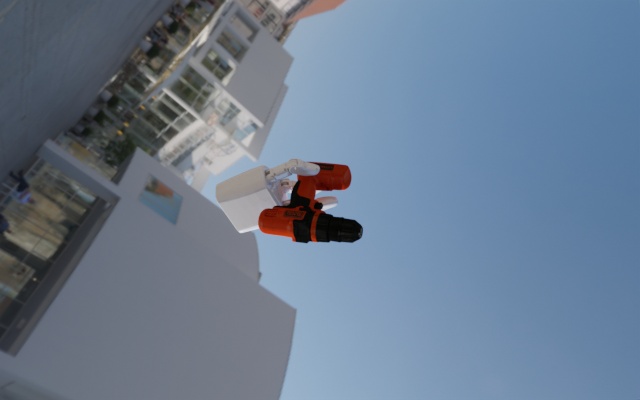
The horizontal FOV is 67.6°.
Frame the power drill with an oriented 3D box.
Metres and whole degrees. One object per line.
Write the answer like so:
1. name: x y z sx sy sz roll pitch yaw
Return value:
1. power drill: 0.000 0.003 0.866 0.184 0.057 0.187 7 37 15
